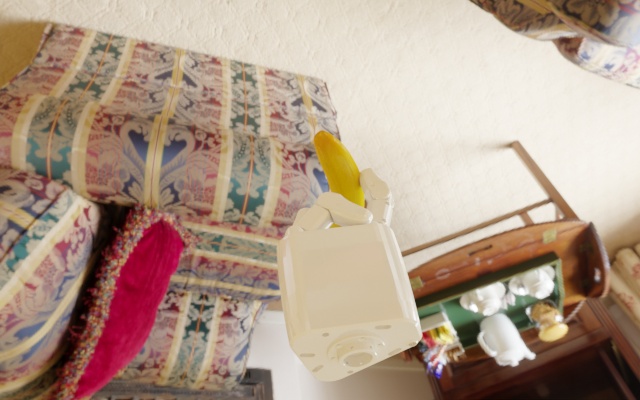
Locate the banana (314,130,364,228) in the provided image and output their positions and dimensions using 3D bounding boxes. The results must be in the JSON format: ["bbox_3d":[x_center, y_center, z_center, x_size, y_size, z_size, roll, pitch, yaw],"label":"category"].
[{"bbox_3d":[0.018,0.004,0.558,0.069,0.198,0.037,1,44,-9],"label":"banana"}]
